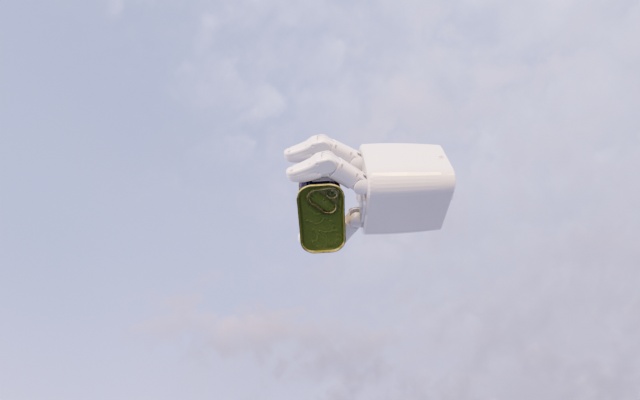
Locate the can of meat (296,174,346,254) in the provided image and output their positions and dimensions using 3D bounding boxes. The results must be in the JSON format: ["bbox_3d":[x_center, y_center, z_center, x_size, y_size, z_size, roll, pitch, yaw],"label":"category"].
[{"bbox_3d":[0.000,0.002,0.613,0.057,0.102,0.084,-4,34,0],"label":"can of meat"}]
